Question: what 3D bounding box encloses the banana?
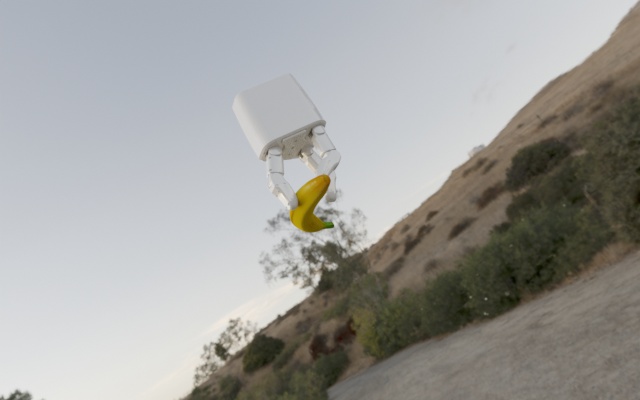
[{"bbox_3d":[-0.017,0.012,0.744,0.069,0.037,0.198,-25,-20,-7],"label":"banana"}]
